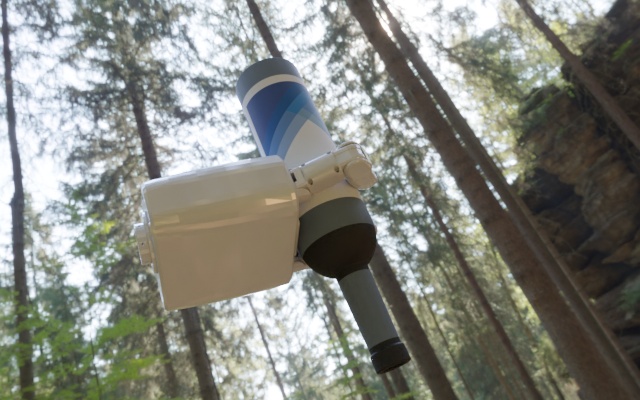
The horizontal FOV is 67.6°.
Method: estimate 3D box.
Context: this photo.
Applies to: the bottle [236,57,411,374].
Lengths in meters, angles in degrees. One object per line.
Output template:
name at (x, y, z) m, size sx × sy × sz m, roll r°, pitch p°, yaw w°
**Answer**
bottle at (0.000, 0.001, 0.412) m, size 0.069 × 0.295 × 0.069 m, roll -19°, pitch -28°, yaw -10°
